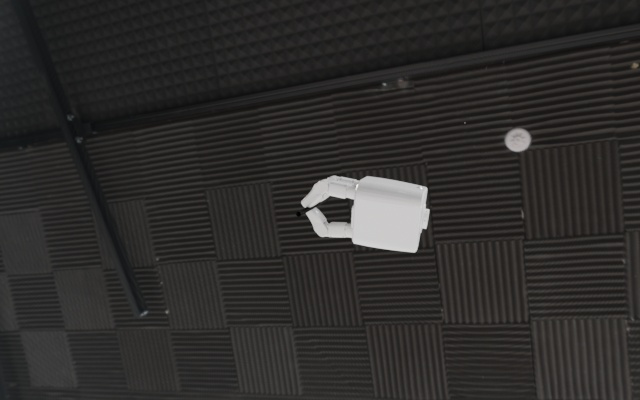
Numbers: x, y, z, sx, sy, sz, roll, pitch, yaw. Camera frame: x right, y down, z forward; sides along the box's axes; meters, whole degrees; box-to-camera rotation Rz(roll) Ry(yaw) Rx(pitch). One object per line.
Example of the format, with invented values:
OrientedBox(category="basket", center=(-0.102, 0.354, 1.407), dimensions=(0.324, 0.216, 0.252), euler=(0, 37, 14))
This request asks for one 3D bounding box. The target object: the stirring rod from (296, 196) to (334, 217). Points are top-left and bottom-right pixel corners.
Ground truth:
OrientedBox(category="stirring rod", center=(0.000, 0.003, 0.855), dimensions=(0.011, 0.011, 0.239), euler=(0, 9, 17))
